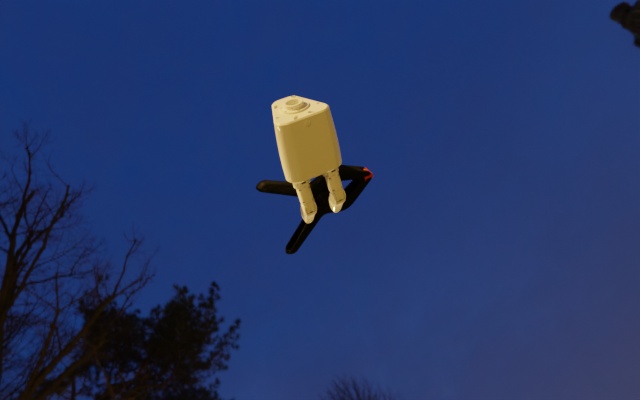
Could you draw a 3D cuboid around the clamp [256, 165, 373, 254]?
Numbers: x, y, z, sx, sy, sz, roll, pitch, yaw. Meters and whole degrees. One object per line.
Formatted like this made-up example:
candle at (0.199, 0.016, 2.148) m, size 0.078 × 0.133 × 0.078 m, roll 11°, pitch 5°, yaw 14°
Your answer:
clamp at (0.000, 0.002, 0.865) m, size 0.210 × 0.165 × 0.036 m, roll -22°, pitch 36°, yaw -14°
